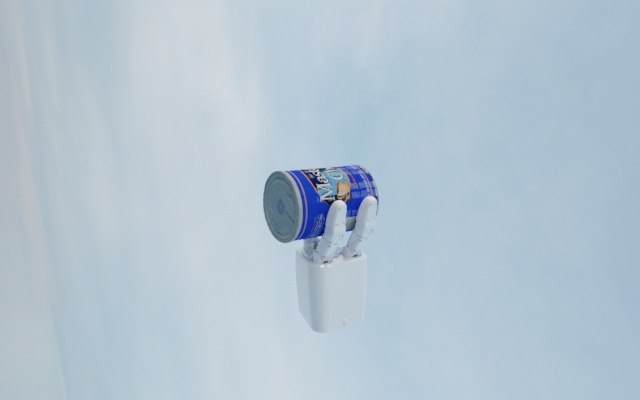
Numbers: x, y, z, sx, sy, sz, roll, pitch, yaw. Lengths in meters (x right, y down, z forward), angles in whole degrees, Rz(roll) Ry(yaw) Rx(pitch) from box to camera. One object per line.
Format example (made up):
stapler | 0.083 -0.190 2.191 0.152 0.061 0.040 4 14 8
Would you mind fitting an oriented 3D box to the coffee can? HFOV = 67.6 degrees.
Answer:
coffee can | 0.000 0.002 0.708 0.140 0.103 0.103 -7 4 -33
